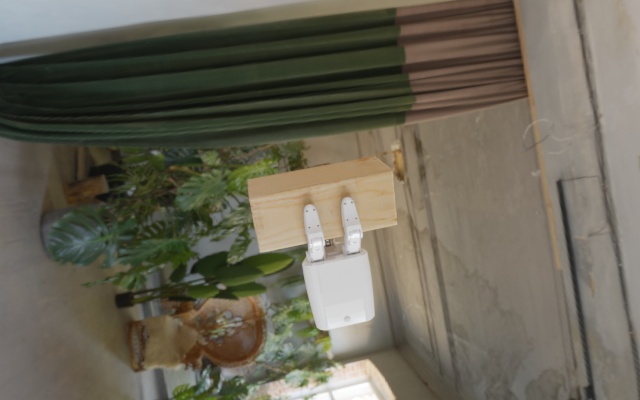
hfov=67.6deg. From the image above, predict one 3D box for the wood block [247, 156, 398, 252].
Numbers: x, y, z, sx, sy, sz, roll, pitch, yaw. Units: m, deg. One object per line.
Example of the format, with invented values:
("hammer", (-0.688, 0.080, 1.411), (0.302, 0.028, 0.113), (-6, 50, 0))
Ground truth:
("wood block", (0.000, 0.003, 0.720), (0.206, 0.090, 0.090), (-11, 19, -7))
